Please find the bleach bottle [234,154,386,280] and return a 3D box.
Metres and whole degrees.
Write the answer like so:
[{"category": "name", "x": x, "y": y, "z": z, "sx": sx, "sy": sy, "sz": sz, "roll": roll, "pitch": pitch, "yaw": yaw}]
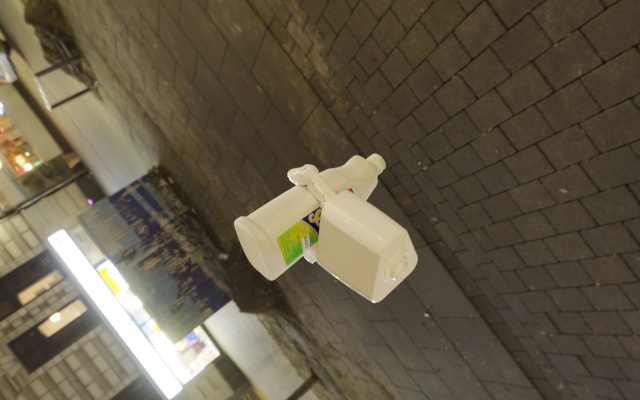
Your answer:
[{"category": "bleach bottle", "x": 0.000, "y": 0.002, "z": 0.692, "sx": 0.250, "sy": 0.103, "sz": 0.068, "roll": -37, "pitch": 51, "yaw": -24}]
